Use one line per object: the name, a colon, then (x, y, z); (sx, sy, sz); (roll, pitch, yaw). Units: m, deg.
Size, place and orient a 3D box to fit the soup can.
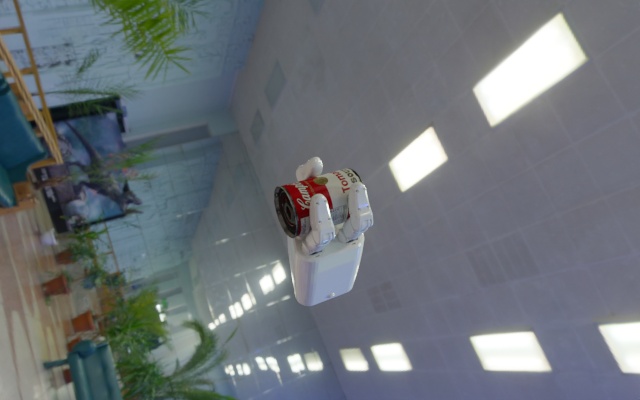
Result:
soup can: (0.000, 0.001, 0.616); (0.102, 0.068, 0.068); (-16, 6, -22)
